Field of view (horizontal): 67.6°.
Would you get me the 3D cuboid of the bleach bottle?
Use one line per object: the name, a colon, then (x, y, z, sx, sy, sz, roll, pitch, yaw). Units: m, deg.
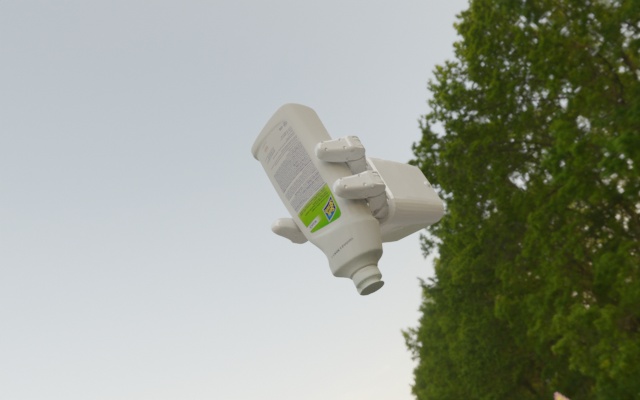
bleach bottle: (0.000, 0.002, 0.565, 0.068, 0.250, 0.103, 5, -44, -42)
